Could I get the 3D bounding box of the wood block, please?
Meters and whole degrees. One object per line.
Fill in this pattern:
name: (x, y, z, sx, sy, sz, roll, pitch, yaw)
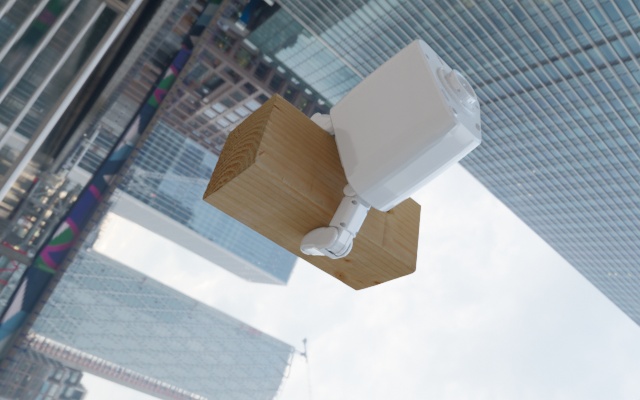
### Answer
wood block: (0.000, 0.002, 0.487, 0.206, 0.090, 0.090, 34, -40, -27)
